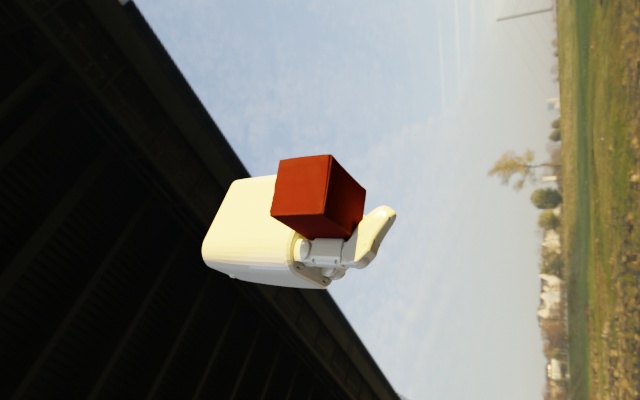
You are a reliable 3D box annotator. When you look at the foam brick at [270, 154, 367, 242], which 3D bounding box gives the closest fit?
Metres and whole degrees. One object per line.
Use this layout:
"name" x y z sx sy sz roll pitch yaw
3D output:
"foam brick" 0.000 0.001 0.412 0.051 0.053 0.078 -2 -22 28
